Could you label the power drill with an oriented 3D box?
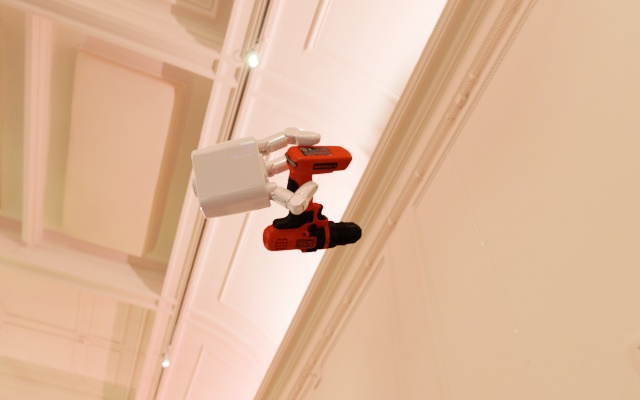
[{"bbox_3d":[0.000,0.002,0.806,0.184,0.188,0.057,-3,28,-25],"label":"power drill"}]
